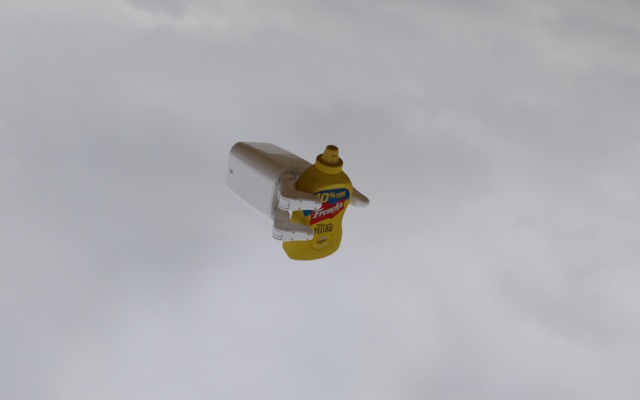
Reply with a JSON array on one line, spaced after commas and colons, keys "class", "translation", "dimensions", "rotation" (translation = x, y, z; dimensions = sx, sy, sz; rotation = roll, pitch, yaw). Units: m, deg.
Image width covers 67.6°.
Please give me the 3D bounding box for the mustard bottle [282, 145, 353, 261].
[{"class": "mustard bottle", "translation": [0.000, 0.003, 0.732], "dimensions": [0.096, 0.192, 0.058], "rotation": [-7, 37, -27]}]
